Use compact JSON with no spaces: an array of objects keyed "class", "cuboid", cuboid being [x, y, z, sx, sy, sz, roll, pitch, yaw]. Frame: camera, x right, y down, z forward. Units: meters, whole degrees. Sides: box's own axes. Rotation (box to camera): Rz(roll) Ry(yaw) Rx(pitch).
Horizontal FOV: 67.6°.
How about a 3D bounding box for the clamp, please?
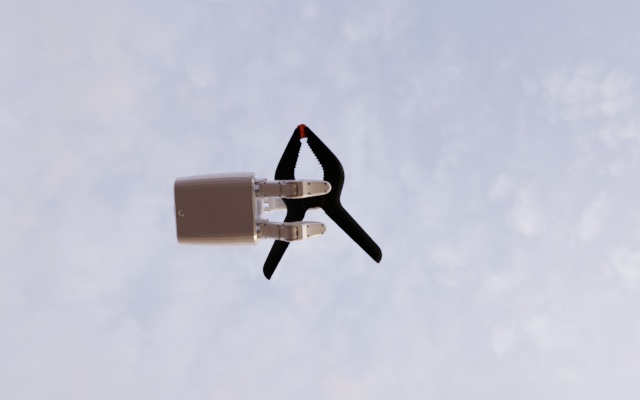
[{"class":"clamp","cuboid":[0.000,0.002,0.647,0.164,0.210,0.036,-2,6,-2]}]
